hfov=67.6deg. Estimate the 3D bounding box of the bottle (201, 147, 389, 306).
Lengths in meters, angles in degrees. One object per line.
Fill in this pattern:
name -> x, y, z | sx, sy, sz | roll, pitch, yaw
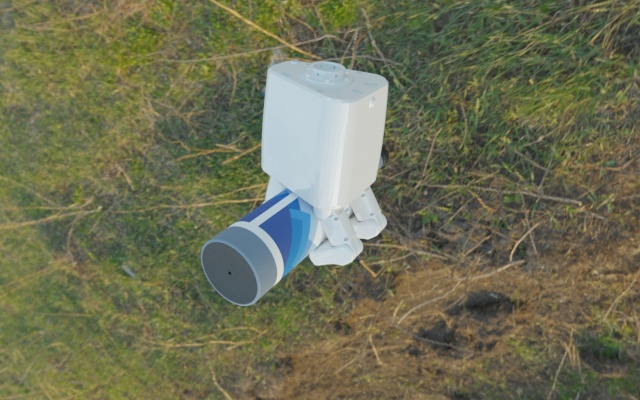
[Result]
bottle -> 0.000, 0.002, 0.516 | 0.069, 0.069, 0.295 | 0, 24, 36
